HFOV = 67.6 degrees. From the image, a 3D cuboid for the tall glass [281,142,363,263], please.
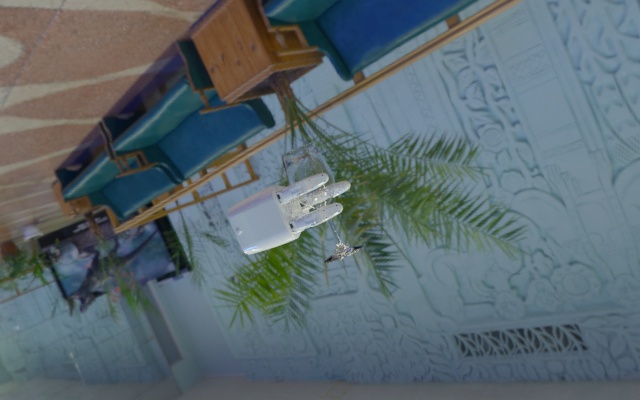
[{"bbox_3d":[0.001,0.003,0.829,0.079,0.201,0.079,-23,2,1],"label":"tall glass"}]
